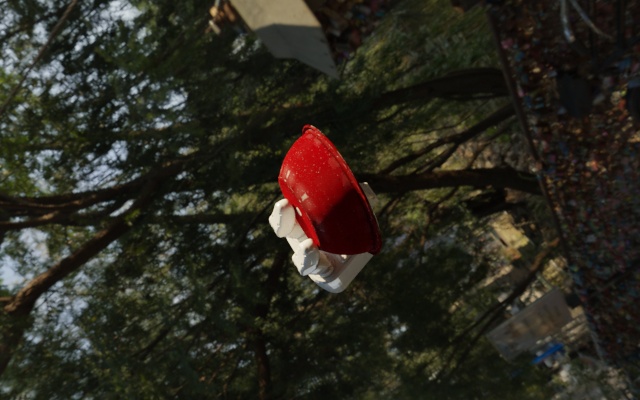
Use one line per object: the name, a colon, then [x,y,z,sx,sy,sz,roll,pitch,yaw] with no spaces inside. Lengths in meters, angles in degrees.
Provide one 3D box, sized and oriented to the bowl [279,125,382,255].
bowl: [-0.001,0.001,0.521,0.055,0.162,0.162,-29,6,-11]
